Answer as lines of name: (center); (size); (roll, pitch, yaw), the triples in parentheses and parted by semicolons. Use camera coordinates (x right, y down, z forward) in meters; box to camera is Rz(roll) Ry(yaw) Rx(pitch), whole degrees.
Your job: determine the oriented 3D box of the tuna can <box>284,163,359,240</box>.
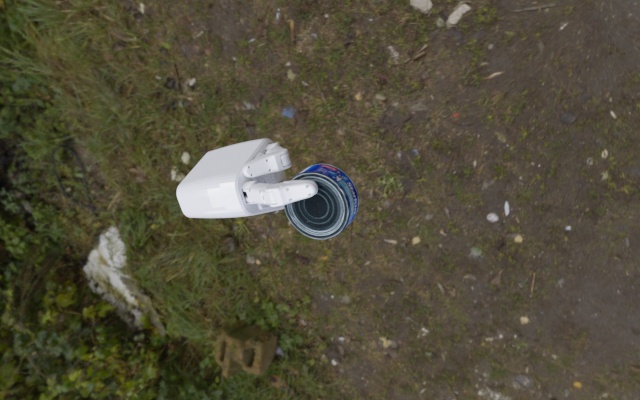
tuna can: (0.000, 0.002, 0.563); (0.086, 0.086, 0.033); (0, 20, 25)
